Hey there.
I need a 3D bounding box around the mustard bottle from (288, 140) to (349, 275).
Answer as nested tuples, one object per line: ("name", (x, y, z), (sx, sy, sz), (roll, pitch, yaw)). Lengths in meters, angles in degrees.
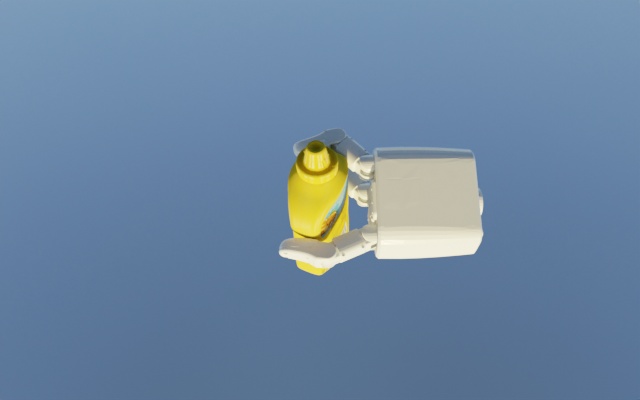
("mustard bottle", (0.000, 0.002, 0.522), (0.058, 0.096, 0.192), (20, -29, 14))
